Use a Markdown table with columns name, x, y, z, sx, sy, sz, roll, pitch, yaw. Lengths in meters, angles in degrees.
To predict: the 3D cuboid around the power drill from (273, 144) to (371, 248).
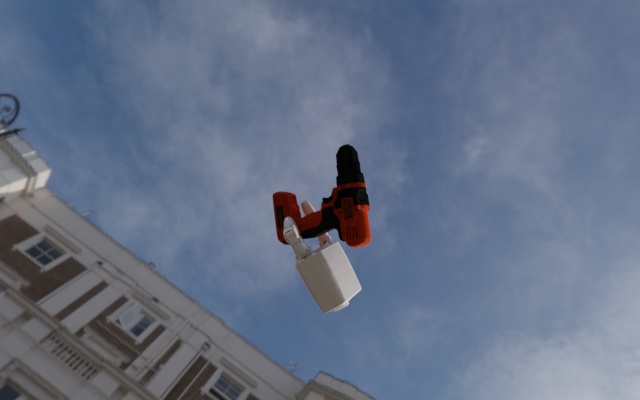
| name | x | y | z | sx | sy | sz | roll | pitch | yaw |
| --- | --- | --- | --- | --- | --- | --- | --- | --- | --- |
| power drill | 0.000 | 0.003 | 0.882 | 0.187 | 0.184 | 0.057 | -13 | -11 | 33 |
